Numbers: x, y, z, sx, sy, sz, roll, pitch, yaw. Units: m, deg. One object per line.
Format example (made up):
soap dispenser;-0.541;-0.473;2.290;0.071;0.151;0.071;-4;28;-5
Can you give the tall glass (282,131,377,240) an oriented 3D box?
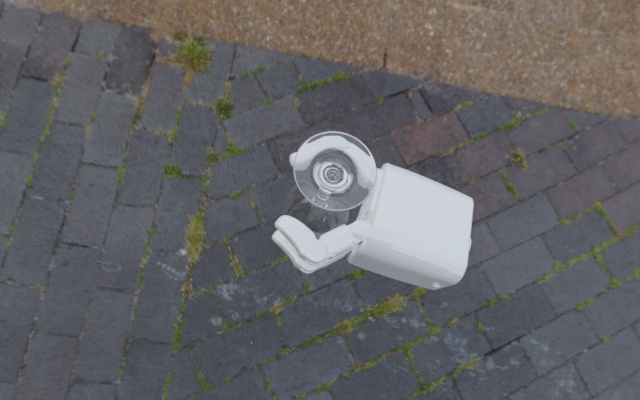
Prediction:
tall glass;0.000;0.001;0.509;0.079;0.079;0.201;0;-16;-8
